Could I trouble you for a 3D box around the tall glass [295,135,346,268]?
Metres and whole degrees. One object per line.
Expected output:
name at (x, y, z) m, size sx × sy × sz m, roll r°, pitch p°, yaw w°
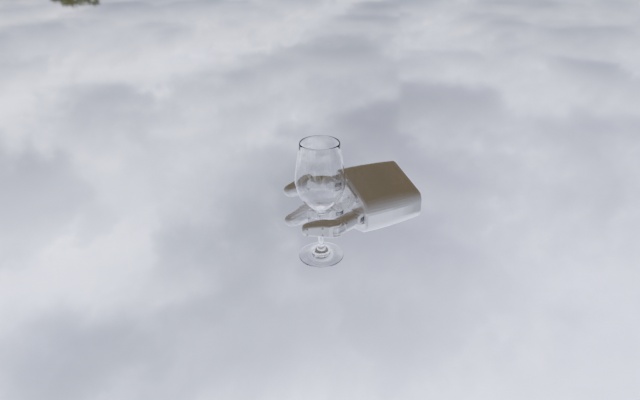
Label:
tall glass at (0.000, 0.003, 0.748) m, size 0.079 × 0.201 × 0.079 m, roll -1°, pitch 28°, yaw 1°
